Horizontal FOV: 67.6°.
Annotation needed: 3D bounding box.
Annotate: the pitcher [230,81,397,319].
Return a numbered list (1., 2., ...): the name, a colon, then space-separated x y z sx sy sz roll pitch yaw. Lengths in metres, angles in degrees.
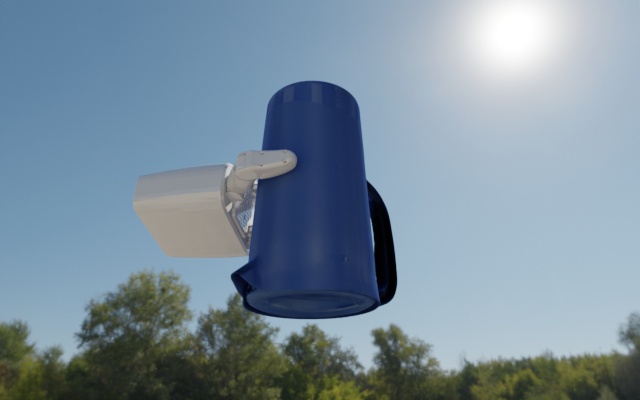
1. pitcher: 0.000 0.002 0.514 0.145 0.242 0.149 -5 -25 13
